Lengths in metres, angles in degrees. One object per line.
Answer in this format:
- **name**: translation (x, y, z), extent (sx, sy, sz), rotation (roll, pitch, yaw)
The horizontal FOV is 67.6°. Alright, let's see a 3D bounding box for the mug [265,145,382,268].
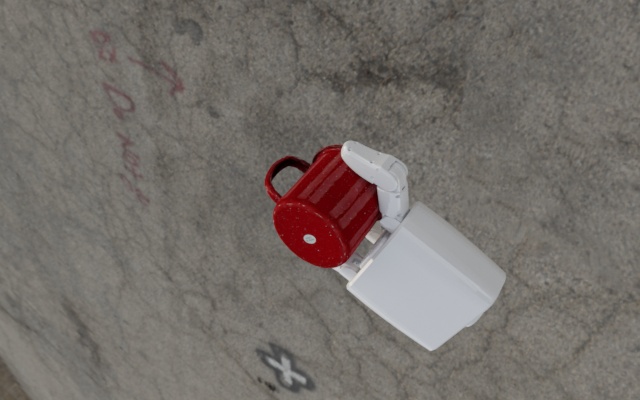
- **mug**: translation (-0.001, 0.001, 0.448), extent (0.117, 0.081, 0.093), rotation (36, -37, 6)
